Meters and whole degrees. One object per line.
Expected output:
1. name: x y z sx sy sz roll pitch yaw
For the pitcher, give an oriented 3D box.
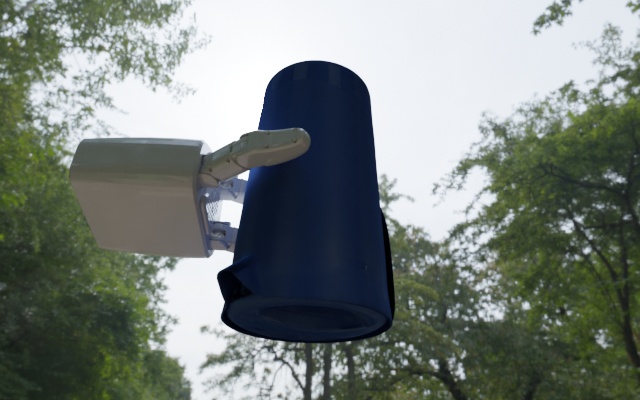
1. pitcher: 0.000 0.001 0.434 0.145 0.242 0.149 2 -29 2
